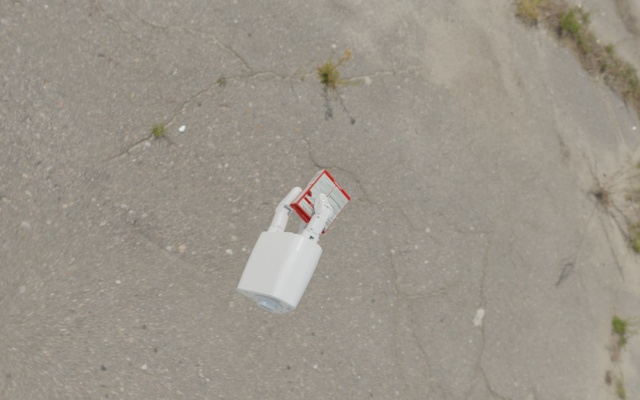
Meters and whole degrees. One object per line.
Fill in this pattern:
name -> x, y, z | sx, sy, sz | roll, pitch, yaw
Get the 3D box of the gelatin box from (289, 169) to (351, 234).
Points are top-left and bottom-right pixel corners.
gelatin box -> 0.001, 0.002, 0.827 | 0.073, 0.089, 0.030 | 47, -26, -17
